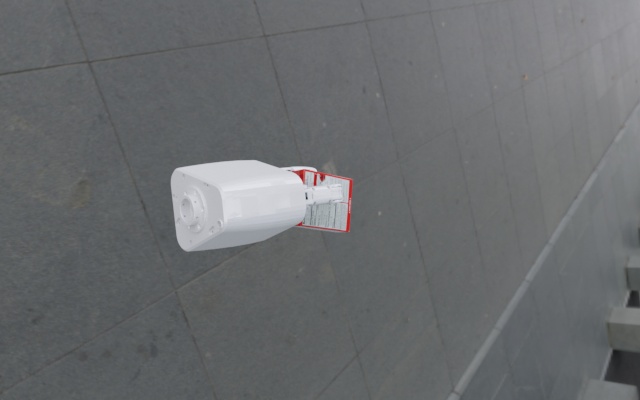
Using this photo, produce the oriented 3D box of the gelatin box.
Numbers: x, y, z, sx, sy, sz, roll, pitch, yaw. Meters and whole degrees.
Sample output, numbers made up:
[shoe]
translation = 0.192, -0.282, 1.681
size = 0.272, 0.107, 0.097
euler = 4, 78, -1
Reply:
[gelatin box]
translation = 0.001, 0.002, 0.628
size = 0.089, 0.073, 0.030
euler = 9, -9, -39
